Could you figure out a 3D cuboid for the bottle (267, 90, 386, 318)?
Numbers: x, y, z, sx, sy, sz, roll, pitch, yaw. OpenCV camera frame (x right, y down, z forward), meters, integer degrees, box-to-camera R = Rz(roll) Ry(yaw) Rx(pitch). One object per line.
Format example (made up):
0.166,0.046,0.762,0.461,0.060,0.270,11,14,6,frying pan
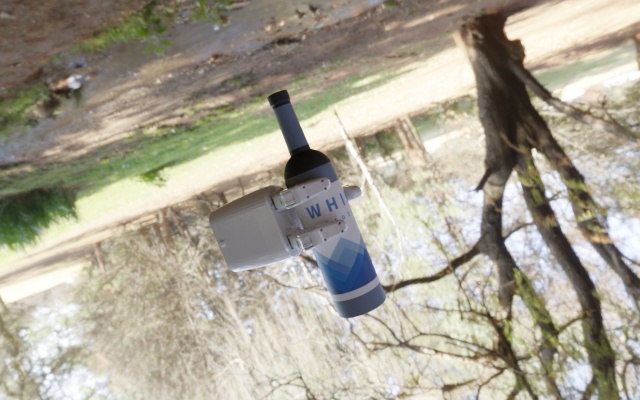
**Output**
0.000,0.002,0.611,0.069,0.296,0.069,-22,5,2,bottle
